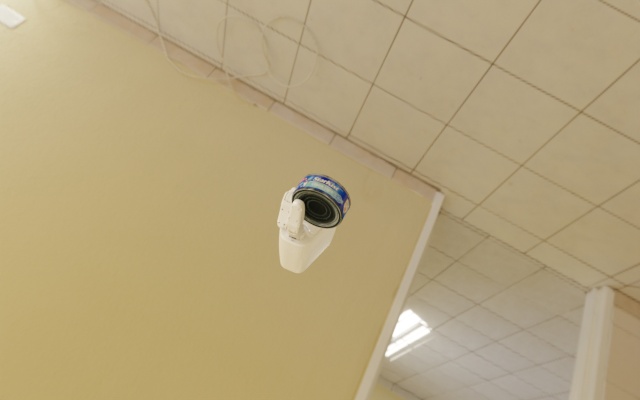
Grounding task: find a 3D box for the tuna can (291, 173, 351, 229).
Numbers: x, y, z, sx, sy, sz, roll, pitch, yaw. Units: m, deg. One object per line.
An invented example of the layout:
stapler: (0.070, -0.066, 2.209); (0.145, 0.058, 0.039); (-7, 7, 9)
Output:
tuna can: (0.000, 0.003, 0.718); (0.086, 0.086, 0.033); (0, 43, 34)
